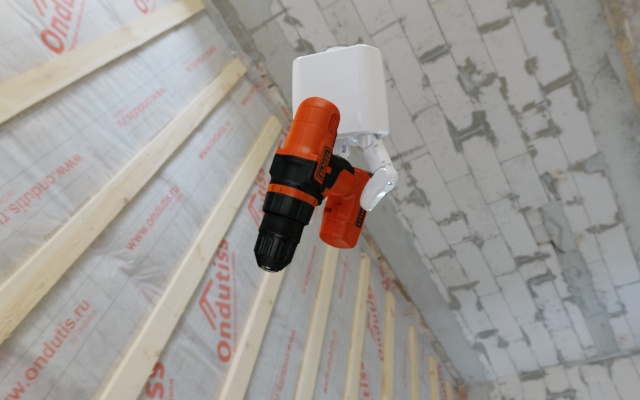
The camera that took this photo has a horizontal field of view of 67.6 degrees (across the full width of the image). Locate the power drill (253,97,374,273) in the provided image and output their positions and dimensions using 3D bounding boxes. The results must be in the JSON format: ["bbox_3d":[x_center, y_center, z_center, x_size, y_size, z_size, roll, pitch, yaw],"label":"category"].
[{"bbox_3d":[0.000,0.002,0.543,0.057,0.184,0.188,15,-10,23],"label":"power drill"}]
